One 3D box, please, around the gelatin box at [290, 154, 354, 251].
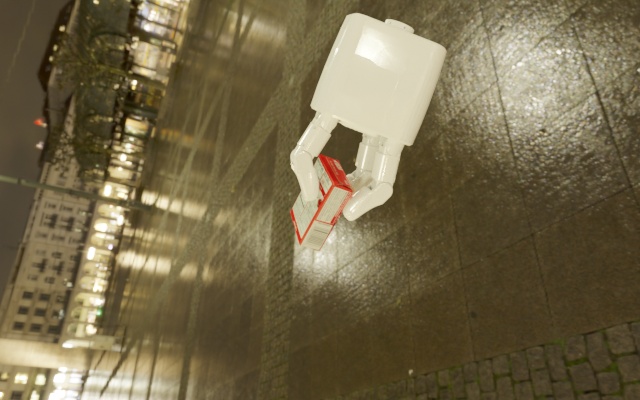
[{"bbox_3d":[0.000,0.002,0.558,0.030,0.089,0.073,19,24,-23],"label":"gelatin box"}]
